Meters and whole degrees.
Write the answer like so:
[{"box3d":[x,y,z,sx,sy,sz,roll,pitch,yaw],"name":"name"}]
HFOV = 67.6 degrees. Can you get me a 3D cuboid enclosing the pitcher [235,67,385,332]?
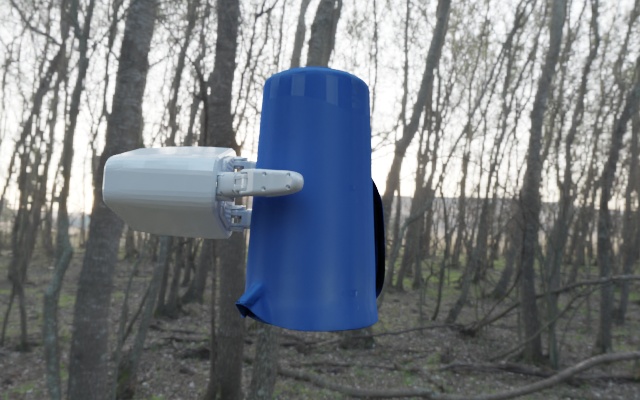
[{"box3d":[0.000,0.002,0.482,0.145,0.243,0.149,2,-4,3],"name":"pitcher"}]
